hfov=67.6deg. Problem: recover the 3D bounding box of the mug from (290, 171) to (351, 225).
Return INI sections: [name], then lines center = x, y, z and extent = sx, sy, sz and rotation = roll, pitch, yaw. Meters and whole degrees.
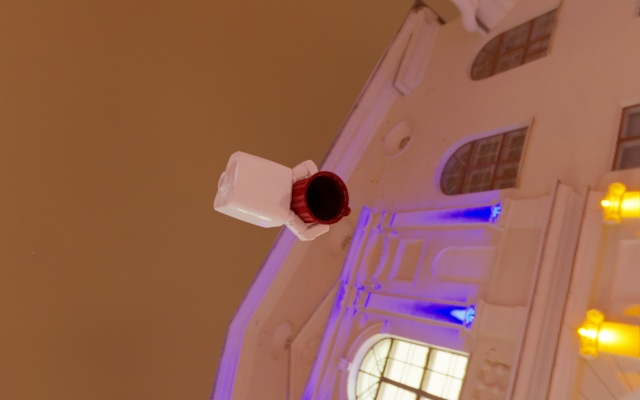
[mug]
center = 0.001, 0.003, 0.856
extent = 0.117, 0.093, 0.081
rotation = 21, -16, -28
